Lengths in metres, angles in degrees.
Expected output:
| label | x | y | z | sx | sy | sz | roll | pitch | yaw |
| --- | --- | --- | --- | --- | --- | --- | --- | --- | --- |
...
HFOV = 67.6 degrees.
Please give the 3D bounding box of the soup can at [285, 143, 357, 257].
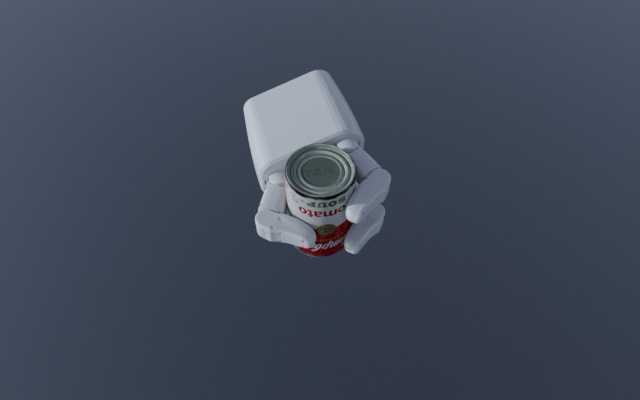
| label | x | y | z | sx | sy | sz | roll | pitch | yaw |
| --- | --- | --- | --- | --- | --- | --- | --- | --- | --- |
| soup can | 0.000 | 0.002 | 0.472 | 0.068 | 0.068 | 0.102 | 0 | -37 | -1 |
